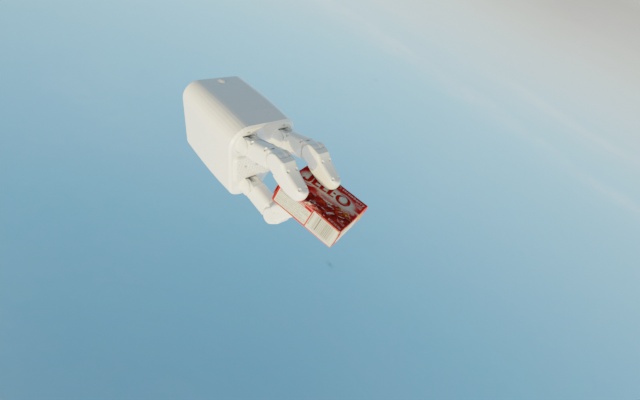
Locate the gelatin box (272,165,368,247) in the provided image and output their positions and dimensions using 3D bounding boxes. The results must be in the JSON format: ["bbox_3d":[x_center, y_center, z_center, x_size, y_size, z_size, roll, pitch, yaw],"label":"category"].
[{"bbox_3d":[0.000,0.002,0.547,0.089,0.030,0.073,40,36,10],"label":"gelatin box"}]
